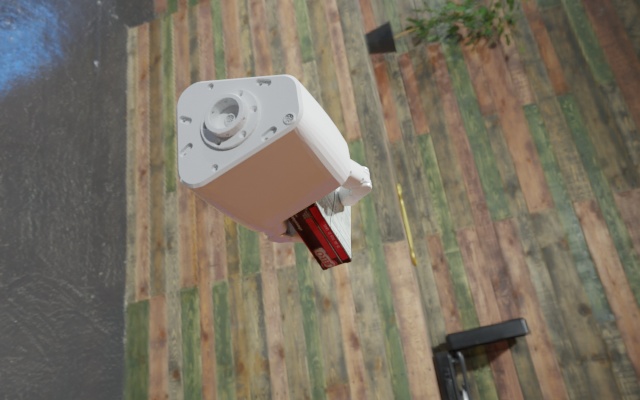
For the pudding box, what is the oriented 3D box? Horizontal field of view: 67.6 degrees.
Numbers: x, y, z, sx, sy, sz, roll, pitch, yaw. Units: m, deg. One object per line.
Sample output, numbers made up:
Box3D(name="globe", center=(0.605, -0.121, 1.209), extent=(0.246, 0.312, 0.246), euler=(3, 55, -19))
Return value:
Box3D(name="pudding box", center=(0.000, 0.002, 0.501), extent=(0.039, 0.090, 0.113), euler=(-17, 37, 18))
